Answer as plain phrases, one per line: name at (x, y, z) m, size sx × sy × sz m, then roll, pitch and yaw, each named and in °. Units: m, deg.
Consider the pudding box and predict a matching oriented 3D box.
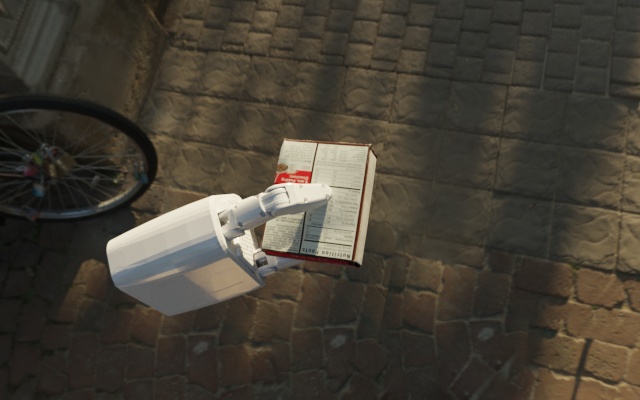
pudding box at (0.000, 0.001, 0.445) m, size 0.090 × 0.113 × 0.039 m, roll 6°, pitch -11°, yaw 16°
